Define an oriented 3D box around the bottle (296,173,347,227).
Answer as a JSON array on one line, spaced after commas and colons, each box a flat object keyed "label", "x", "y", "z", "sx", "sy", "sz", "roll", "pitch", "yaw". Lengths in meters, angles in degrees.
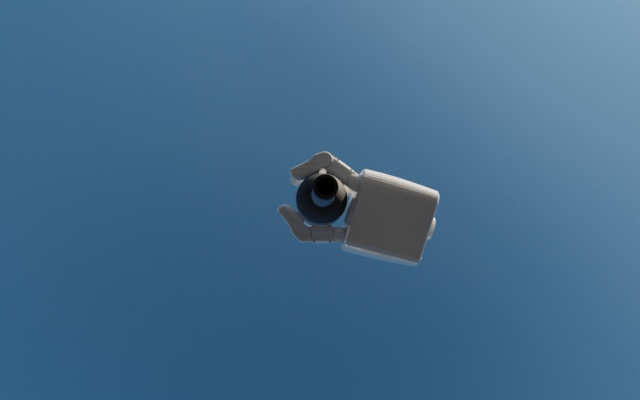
[{"label": "bottle", "x": 0.000, "y": 0.002, "z": 0.650, "sx": 0.069, "sy": 0.069, "sz": 0.296, "roll": 0, "pitch": -7, "yaw": -2}]
